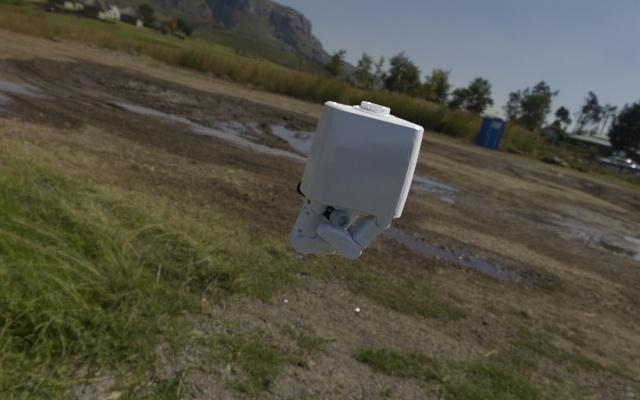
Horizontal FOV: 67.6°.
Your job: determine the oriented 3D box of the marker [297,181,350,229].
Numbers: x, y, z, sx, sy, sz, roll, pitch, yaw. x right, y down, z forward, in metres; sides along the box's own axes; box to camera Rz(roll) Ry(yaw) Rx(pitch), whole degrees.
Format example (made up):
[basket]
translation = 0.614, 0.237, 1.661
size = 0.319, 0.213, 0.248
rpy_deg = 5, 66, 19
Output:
[marker]
translation = 0.000, 0.002, 0.571
size = 0.020, 0.020, 0.121
rpy_deg = 0, 20, -25
